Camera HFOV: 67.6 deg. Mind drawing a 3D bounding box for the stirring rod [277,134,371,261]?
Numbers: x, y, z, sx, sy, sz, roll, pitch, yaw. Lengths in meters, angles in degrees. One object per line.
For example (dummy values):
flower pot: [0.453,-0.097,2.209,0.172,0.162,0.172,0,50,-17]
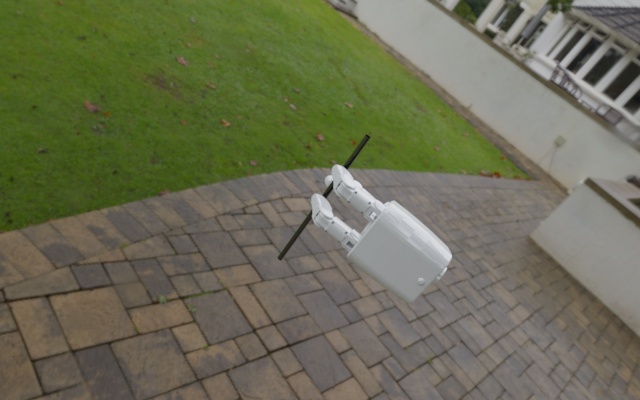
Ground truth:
stirring rod: [0.000,0.002,0.689,0.011,0.240,0.011,28,27,-16]
